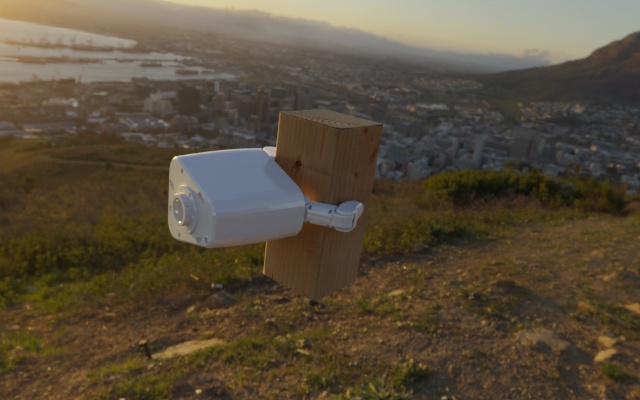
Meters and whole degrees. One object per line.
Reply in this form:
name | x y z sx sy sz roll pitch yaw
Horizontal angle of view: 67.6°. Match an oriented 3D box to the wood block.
wood block | 0.000 0.002 0.580 0.091 0.206 0.090 22 23 34
